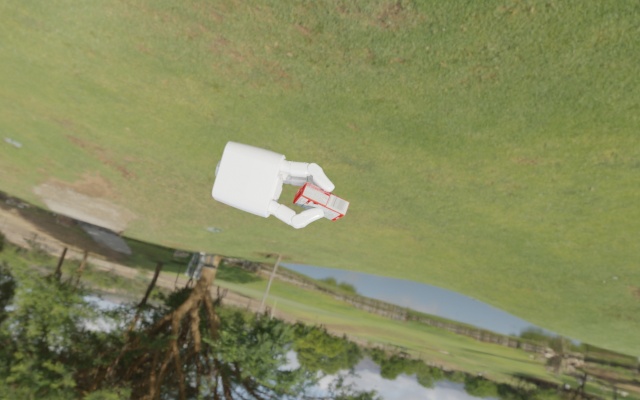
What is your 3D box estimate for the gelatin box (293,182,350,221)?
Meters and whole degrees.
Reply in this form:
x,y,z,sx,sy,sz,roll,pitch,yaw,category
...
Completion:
x,y,z,sx,sy,sz,roll,pitch,yaw,category
0.000,0.003,0.865,0.089,0.030,0.073,25,-16,-8,gelatin box
